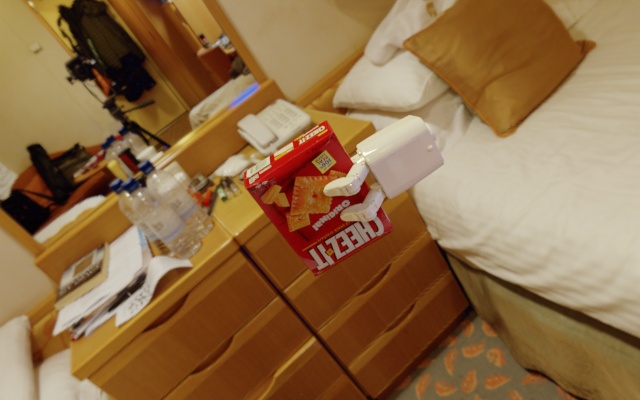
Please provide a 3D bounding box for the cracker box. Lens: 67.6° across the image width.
[{"bbox_3d":[0.000,0.002,0.791,0.164,0.214,0.072,-31,27,7],"label":"cracker box"}]
